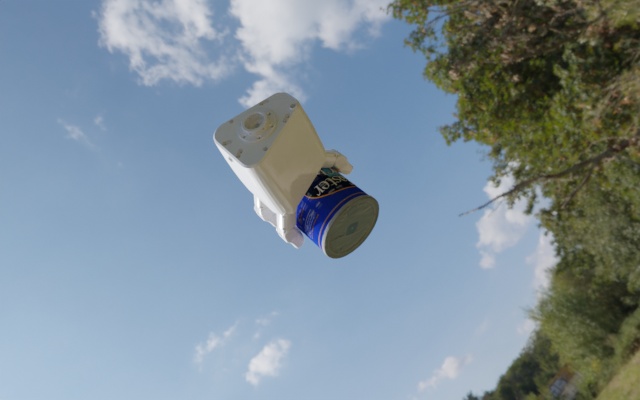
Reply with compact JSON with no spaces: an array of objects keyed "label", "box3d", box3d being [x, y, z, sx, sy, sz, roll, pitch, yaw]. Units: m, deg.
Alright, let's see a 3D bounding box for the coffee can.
[{"label":"coffee can","box3d":[0.000,0.002,0.693,0.103,0.103,0.140,0,32,-49]}]
